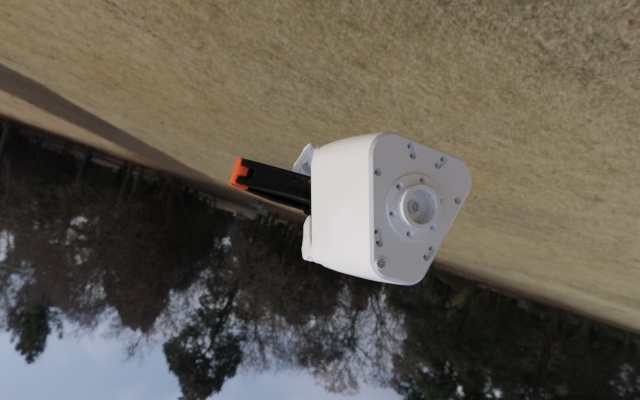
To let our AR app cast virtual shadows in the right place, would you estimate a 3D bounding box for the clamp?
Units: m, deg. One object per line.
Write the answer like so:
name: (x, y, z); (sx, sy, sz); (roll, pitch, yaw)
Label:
clamp: (-0.001, 0.002, 0.523); (0.210, 0.036, 0.164); (18, -9, -21)
